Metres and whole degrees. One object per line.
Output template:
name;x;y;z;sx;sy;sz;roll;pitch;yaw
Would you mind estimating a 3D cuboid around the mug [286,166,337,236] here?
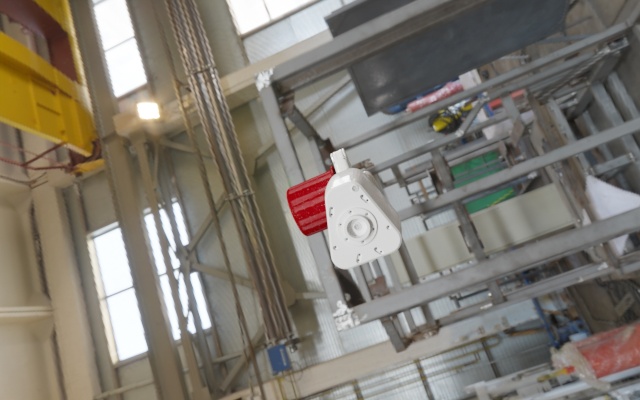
mug;0.000;0.002;0.751;0.081;0.093;0.117;-23;8;8
